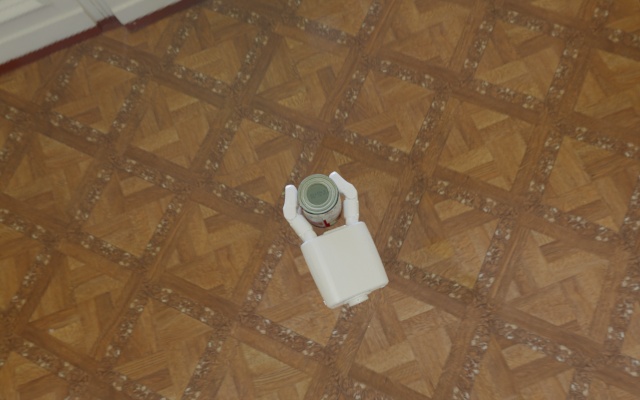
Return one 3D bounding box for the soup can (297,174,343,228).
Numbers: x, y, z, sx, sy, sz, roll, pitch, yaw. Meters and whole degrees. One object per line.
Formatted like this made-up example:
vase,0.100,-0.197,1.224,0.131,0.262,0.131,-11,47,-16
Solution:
soup can,0.000,0.002,0.791,0.068,0.068,0.102,0,-15,6
